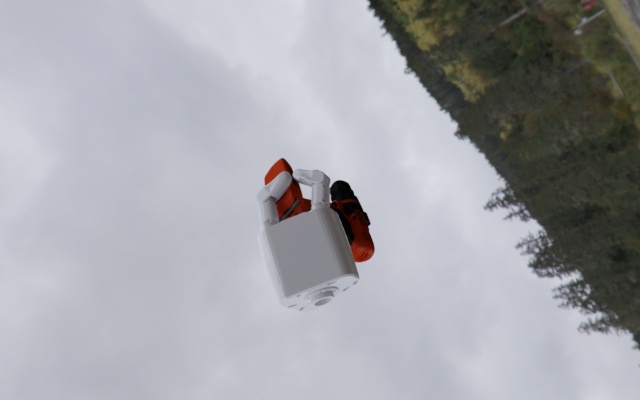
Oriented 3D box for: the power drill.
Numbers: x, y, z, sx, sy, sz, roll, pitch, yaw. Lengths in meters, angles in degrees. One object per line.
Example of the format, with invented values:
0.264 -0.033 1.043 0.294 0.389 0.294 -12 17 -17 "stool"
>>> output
0.000 0.003 0.781 0.188 0.057 0.184 25 29 -32 "power drill"
